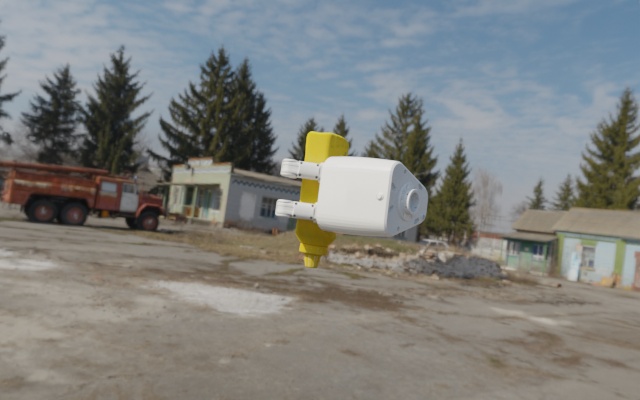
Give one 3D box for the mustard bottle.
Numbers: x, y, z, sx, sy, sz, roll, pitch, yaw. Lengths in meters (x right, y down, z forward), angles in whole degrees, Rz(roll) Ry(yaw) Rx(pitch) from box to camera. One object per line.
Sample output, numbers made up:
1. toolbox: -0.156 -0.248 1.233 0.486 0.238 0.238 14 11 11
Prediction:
1. mustard bottle: 0.000 0.002 0.695 0.058 0.191 0.096 7 -3 15
